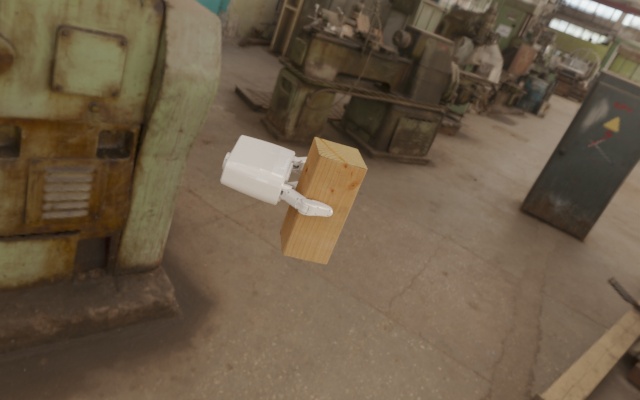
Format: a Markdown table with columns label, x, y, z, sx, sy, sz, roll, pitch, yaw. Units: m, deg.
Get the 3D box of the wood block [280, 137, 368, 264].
| label | x | y | z | sx | sy | sz | roll | pitch | yaw |
| --- | --- | --- | --- | --- | --- | --- | --- | --- | --- |
| wood block | 0.000 | 0.003 | 0.878 | 0.090 | 0.206 | 0.090 | 15 | 26 | -15 |
